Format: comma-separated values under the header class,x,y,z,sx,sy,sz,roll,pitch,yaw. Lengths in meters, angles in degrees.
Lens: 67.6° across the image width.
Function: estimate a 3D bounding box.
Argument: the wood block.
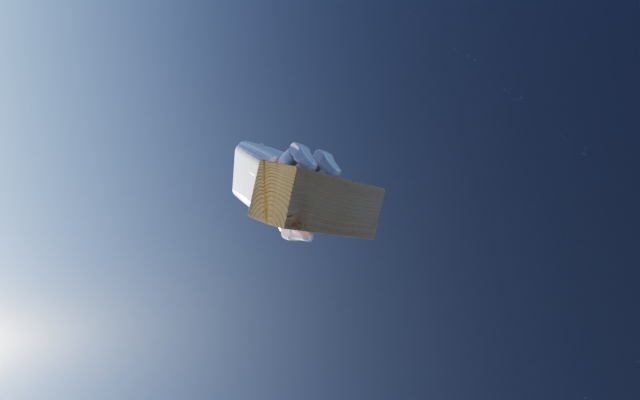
class,x,y,z,sx,sy,sz,roll,pitch,yaw
wood block,0.000,0.003,0.760,0.206,0.091,0.090,10,3,-45
